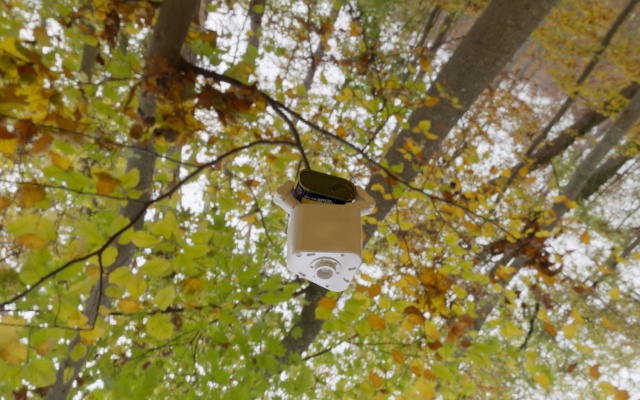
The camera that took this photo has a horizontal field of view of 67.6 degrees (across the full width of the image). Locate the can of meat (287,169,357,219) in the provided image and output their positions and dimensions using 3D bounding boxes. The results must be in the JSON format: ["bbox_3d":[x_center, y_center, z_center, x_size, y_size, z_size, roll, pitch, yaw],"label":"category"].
[{"bbox_3d":[0.000,0.003,0.825,0.102,0.084,0.057,14,37,-13],"label":"can of meat"}]
